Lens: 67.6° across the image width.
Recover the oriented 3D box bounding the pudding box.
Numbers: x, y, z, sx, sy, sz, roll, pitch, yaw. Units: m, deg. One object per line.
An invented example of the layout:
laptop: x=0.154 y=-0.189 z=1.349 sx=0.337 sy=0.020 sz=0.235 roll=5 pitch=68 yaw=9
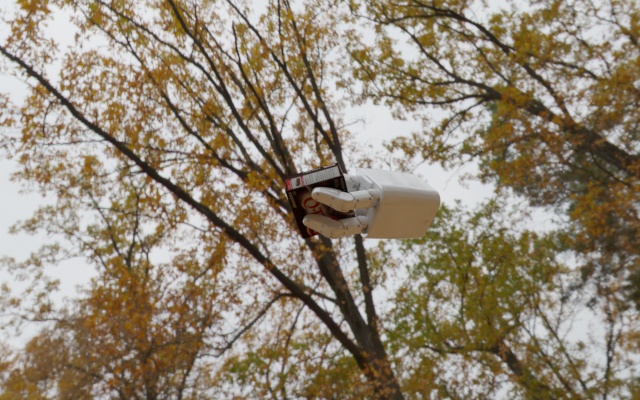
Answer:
pudding box: x=0.000 y=0.002 z=0.737 sx=0.090 sy=0.114 sz=0.039 roll=-16 pitch=42 yaw=1
